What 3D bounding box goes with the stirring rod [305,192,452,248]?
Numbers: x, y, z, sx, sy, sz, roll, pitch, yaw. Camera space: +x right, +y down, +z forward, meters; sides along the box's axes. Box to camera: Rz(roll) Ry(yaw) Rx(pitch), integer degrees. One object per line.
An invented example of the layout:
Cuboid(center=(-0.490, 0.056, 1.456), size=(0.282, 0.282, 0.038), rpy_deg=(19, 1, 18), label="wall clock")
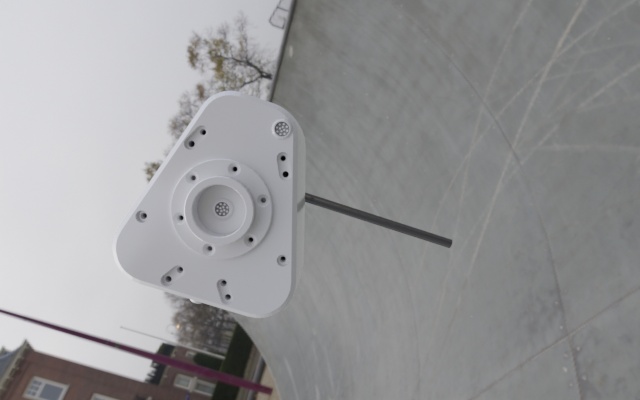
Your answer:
Cuboid(center=(0.000, 0.001, 0.412), size=(0.239, 0.011, 0.011), rpy_deg=(18, -1, -4), label="stirring rod")
